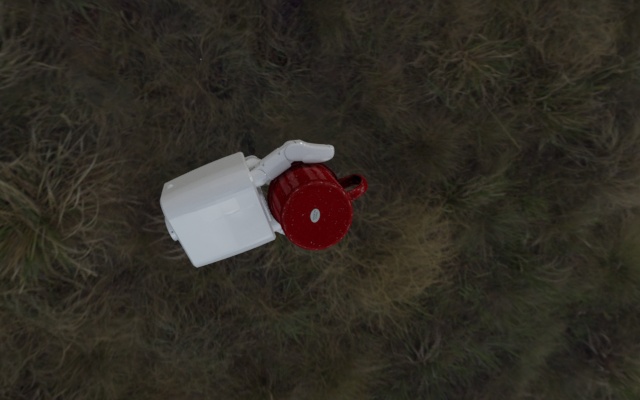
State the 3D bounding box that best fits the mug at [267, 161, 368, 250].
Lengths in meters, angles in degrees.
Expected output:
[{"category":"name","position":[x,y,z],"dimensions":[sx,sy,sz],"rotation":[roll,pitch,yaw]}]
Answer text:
[{"category":"mug","position":[0.001,0.001,0.548],"dimensions":[0.117,0.093,0.081],"rotation":[-22,20,-5]}]
